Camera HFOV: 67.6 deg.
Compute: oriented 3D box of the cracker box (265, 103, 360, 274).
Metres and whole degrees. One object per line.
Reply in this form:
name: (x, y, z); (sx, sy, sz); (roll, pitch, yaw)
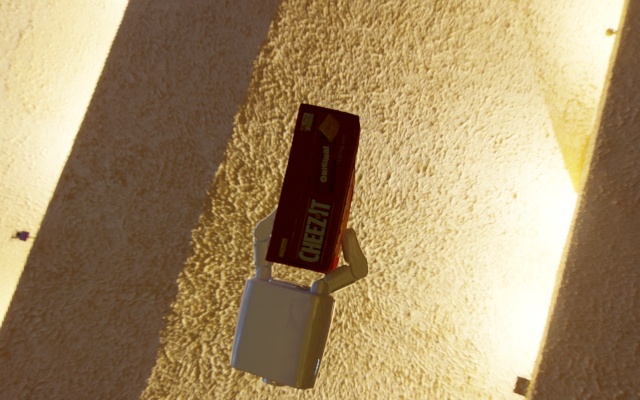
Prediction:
cracker box: (0.000, 0.002, 0.570); (0.072, 0.164, 0.214); (11, -8, 4)
